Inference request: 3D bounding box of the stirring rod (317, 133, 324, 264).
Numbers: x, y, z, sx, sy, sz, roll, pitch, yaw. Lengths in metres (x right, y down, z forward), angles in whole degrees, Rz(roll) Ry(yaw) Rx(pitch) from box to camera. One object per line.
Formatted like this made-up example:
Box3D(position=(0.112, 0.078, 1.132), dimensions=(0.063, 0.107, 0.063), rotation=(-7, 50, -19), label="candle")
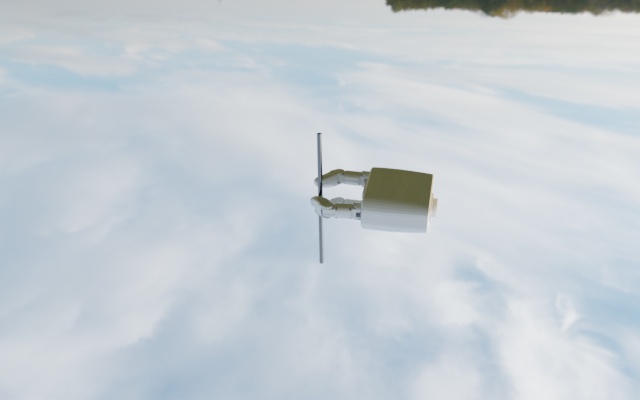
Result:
Box3D(position=(0.000, 0.003, 0.808), dimensions=(0.011, 0.240, 0.011), rotation=(-1, 25, 0), label="stirring rod")
